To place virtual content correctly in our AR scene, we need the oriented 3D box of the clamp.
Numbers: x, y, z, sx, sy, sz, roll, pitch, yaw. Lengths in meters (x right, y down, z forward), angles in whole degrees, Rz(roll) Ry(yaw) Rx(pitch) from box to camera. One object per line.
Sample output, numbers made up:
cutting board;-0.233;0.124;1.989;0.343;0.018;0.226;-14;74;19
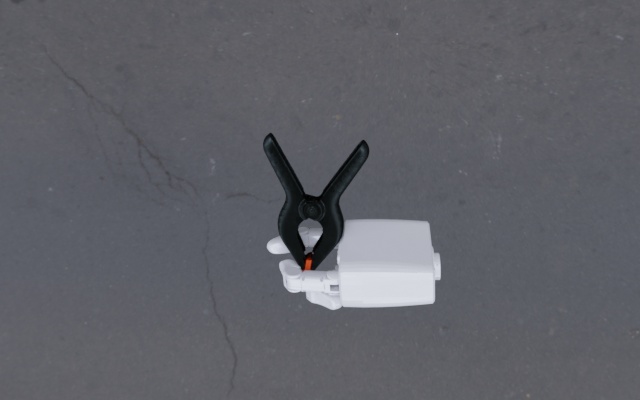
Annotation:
clamp;0.000;0.002;0.563;0.120;0.171;0.039;-2;19;9
